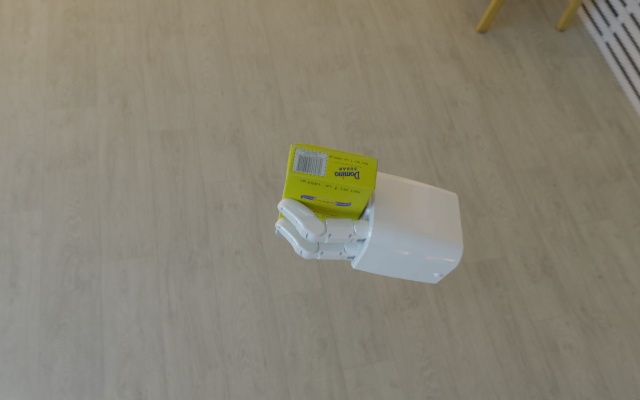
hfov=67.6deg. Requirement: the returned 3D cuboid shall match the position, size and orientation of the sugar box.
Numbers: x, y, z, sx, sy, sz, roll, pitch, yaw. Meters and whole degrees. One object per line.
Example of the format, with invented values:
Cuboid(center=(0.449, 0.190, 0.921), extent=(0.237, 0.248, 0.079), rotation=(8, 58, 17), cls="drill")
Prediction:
Cuboid(center=(0.000, 0.002, 0.561), extent=(0.093, 0.048, 0.176), rotation=(11, -29, -3), cls="sugar box")
